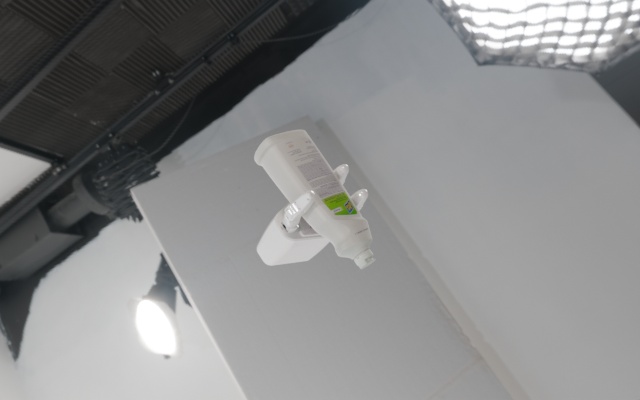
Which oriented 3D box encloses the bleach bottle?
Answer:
[{"bbox_3d":[0.000,0.002,0.772,0.102,0.250,0.068,-21,-20,-41],"label":"bleach bottle"}]
